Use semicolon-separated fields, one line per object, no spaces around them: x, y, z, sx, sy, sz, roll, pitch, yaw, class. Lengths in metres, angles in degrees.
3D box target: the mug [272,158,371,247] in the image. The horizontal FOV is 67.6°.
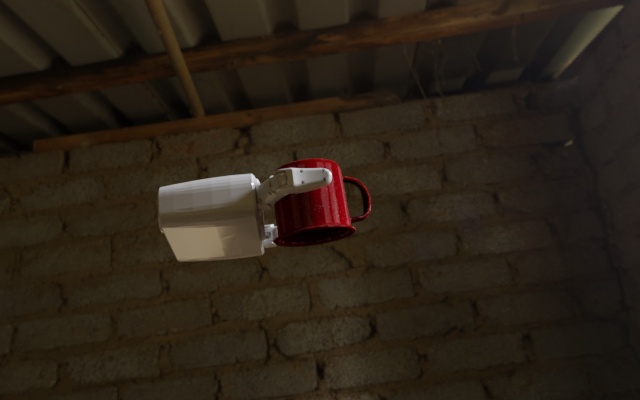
0.001;0.001;0.547;0.117;0.081;0.093;-6;-16;-8;mug
